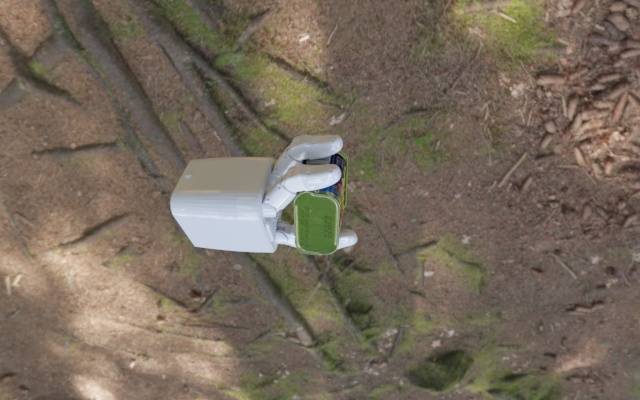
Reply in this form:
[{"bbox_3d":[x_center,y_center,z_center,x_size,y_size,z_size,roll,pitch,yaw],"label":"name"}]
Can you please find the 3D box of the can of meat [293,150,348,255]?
[{"bbox_3d":[0.000,0.002,0.562,0.057,0.102,0.084,5,41,5],"label":"can of meat"}]
